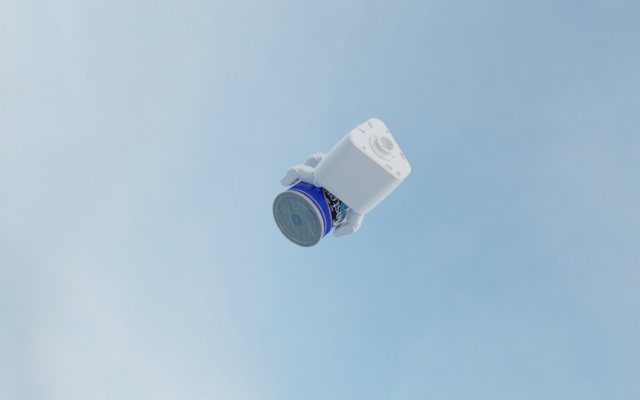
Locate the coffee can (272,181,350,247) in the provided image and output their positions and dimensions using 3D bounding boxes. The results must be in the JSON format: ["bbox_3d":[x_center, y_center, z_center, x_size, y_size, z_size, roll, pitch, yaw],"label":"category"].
[{"bbox_3d":[0.000,0.003,0.832,0.103,0.103,0.140,0,25,40],"label":"coffee can"}]
